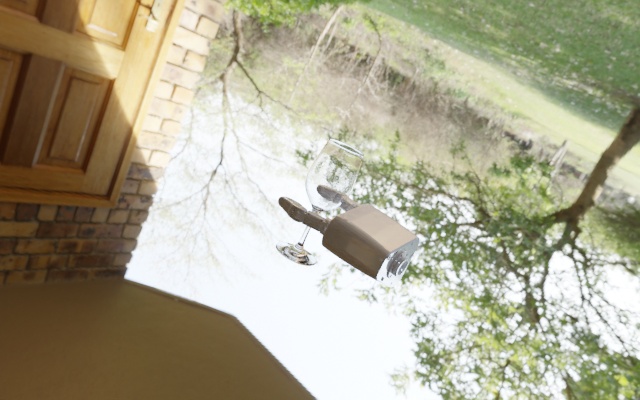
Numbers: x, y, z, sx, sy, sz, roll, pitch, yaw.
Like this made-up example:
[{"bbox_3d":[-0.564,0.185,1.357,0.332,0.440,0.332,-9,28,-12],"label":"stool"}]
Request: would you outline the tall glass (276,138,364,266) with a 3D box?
[{"bbox_3d":[0.000,0.003,0.776,0.079,0.201,0.079,23,14,-6],"label":"tall glass"}]
